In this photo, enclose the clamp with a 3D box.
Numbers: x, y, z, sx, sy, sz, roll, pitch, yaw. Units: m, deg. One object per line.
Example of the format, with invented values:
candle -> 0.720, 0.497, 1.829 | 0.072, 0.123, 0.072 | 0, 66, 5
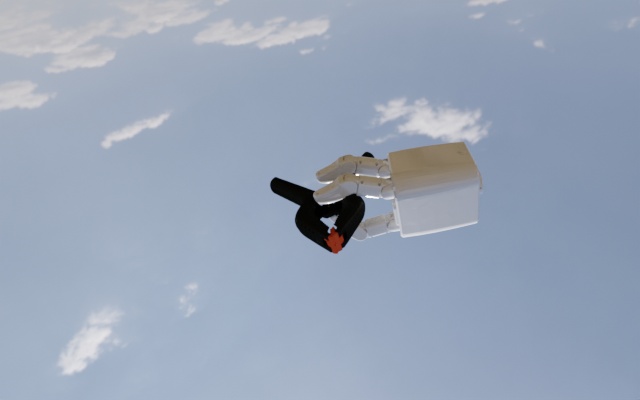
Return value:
clamp -> 0.001, 0.003, 0.659 | 0.164, 0.036, 0.209 | -13, 31, 10
